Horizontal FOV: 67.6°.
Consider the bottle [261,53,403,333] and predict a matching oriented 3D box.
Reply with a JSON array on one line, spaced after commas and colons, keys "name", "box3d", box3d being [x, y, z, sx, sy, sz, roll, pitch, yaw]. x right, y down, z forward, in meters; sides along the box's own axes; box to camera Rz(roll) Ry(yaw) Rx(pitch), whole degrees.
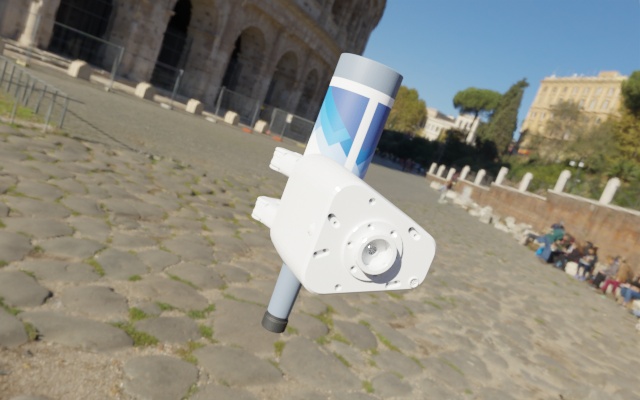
[{"name": "bottle", "box3d": [0.000, 0.001, 0.498, 0.069, 0.296, 0.069, 20, 8, -3]}]
